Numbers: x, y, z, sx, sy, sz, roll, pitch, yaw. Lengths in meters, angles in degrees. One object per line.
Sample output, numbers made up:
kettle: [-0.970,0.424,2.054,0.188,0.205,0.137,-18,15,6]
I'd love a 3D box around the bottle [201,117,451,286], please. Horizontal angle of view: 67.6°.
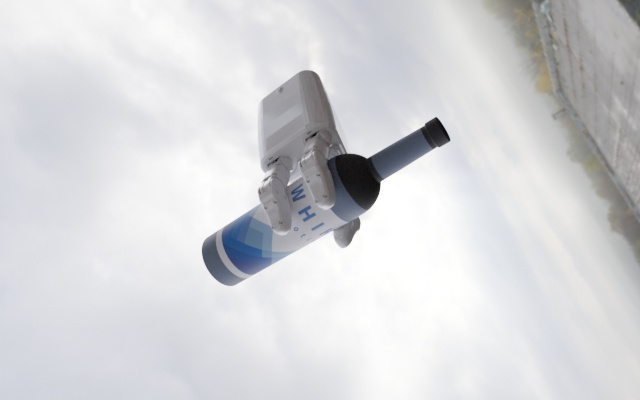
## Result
bottle: [0.000,0.002,0.508,0.296,0.069,0.069,-31,-13,23]
